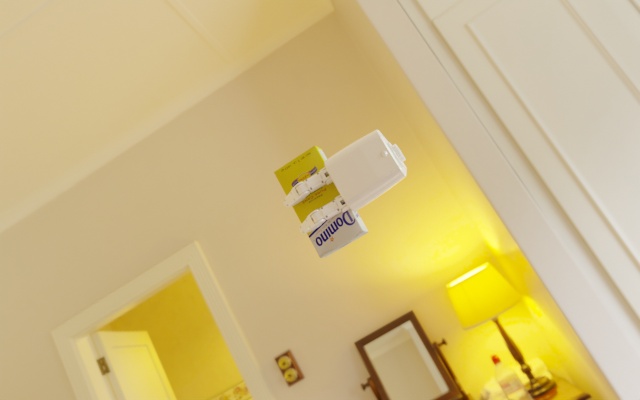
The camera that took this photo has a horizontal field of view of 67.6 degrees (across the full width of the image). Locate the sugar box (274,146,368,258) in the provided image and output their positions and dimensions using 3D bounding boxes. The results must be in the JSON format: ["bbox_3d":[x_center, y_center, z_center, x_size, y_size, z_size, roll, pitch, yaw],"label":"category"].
[{"bbox_3d":[0.000,0.003,0.842,0.093,0.176,0.048,-32,-14,13],"label":"sugar box"}]
